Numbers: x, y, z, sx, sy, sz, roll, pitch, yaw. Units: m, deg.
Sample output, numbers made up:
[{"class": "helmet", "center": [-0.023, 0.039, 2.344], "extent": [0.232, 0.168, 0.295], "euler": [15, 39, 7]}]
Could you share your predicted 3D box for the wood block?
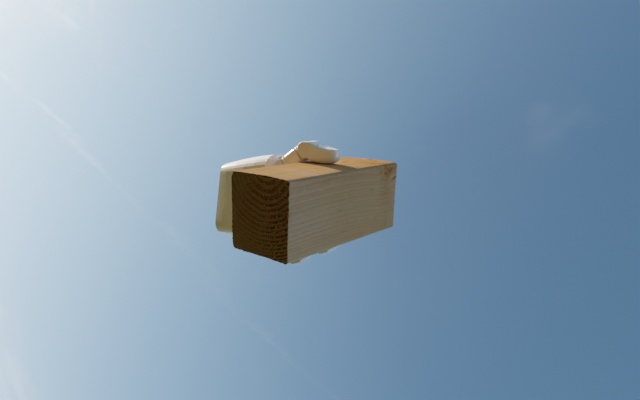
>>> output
[{"class": "wood block", "center": [0.000, 0.002, 0.584], "extent": [0.090, 0.091, 0.206], "euler": [11, 16, 38]}]
